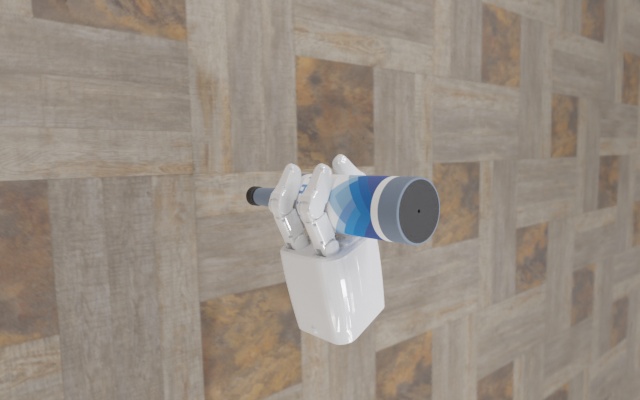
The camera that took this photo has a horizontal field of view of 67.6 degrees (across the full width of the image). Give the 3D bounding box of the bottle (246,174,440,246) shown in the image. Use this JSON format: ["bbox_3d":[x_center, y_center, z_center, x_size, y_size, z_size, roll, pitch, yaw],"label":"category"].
[{"bbox_3d":[0.000,0.002,0.570,0.069,0.069,0.295,0,3,-40],"label":"bottle"}]
